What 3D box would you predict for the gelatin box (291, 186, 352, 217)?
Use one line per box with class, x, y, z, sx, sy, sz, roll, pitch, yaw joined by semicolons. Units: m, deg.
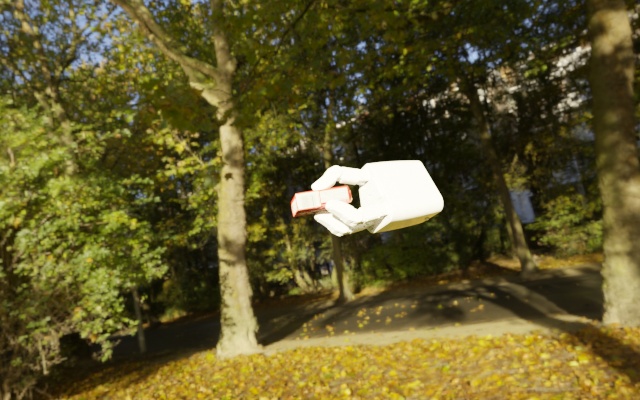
gelatin box;0.000;0.002;0.779;0.089;0.030;0.073;-9;-8;-10
